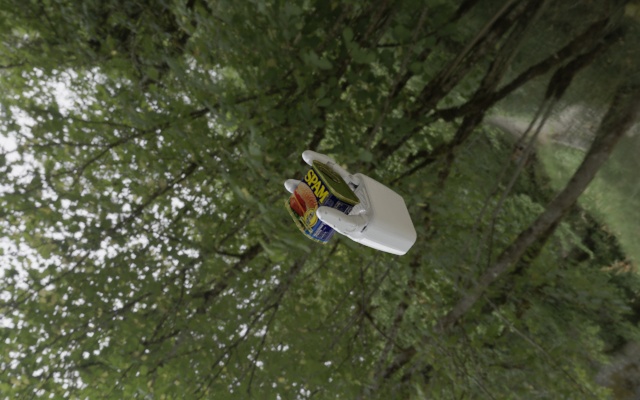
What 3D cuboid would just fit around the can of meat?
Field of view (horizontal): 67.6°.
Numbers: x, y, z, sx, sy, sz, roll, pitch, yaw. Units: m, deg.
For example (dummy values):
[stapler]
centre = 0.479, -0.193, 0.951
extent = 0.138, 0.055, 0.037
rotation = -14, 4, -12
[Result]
[can of meat]
centre = 0.000, 0.003, 0.719
extent = 0.057, 0.084, 0.102
rotation = 21, 23, -38
